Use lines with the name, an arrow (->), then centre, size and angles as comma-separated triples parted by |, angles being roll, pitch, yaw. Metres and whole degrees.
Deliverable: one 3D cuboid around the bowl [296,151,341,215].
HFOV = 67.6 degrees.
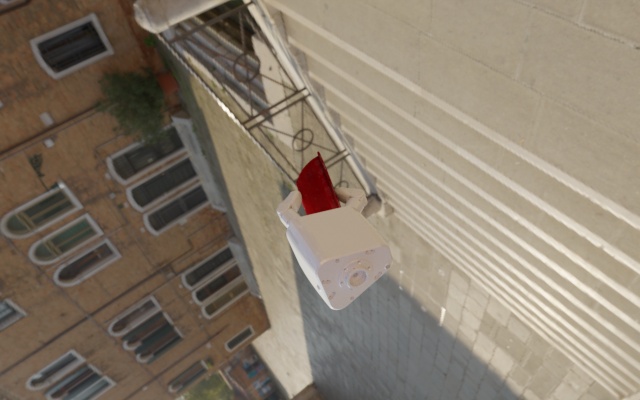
bowl -> 0.000, 0.002, 0.796 | 0.055, 0.162, 0.162 | -20, 0, 1
